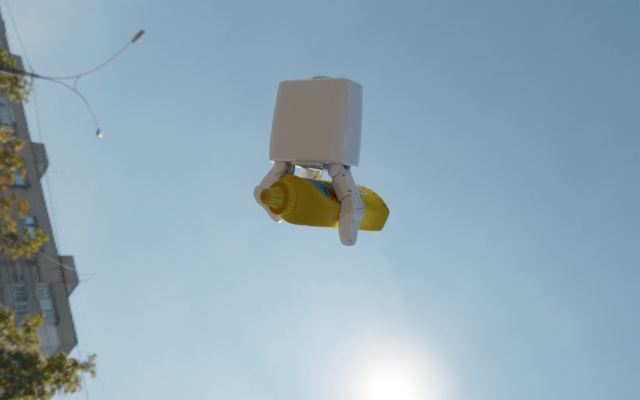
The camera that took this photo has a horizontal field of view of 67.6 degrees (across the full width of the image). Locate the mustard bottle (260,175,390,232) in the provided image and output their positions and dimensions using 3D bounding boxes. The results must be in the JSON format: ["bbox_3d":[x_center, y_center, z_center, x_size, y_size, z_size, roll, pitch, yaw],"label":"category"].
[{"bbox_3d":[0.000,0.002,0.618,0.191,0.058,0.096,7,22,-48],"label":"mustard bottle"}]
